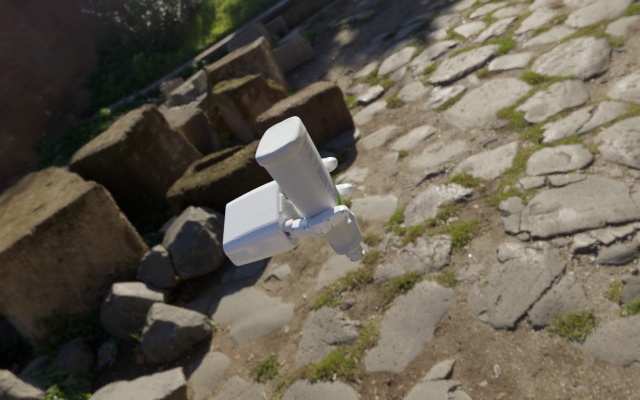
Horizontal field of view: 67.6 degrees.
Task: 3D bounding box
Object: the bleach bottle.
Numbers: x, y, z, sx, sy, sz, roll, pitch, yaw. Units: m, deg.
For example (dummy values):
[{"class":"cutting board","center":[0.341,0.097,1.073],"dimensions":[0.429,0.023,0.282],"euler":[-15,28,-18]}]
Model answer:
[{"class":"bleach bottle","center":[0.000,0.002,0.721],"dimensions":[0.068,0.251,0.102],"euler":[-23,29,18]}]
